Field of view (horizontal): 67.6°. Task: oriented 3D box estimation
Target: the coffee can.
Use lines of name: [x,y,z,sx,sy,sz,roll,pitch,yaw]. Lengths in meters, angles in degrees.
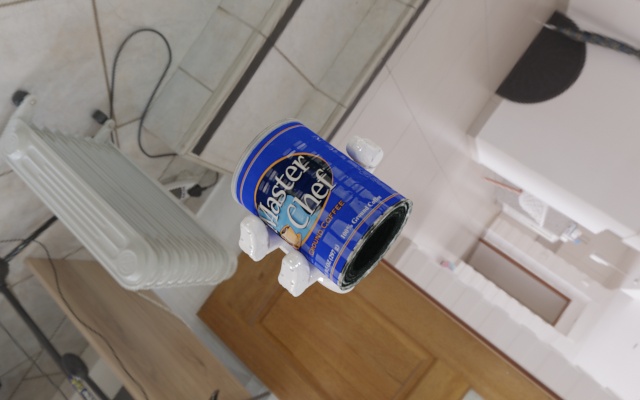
coffee can: [0.000,0.001,0.454,0.140,0.103,0.103,38,16,21]
